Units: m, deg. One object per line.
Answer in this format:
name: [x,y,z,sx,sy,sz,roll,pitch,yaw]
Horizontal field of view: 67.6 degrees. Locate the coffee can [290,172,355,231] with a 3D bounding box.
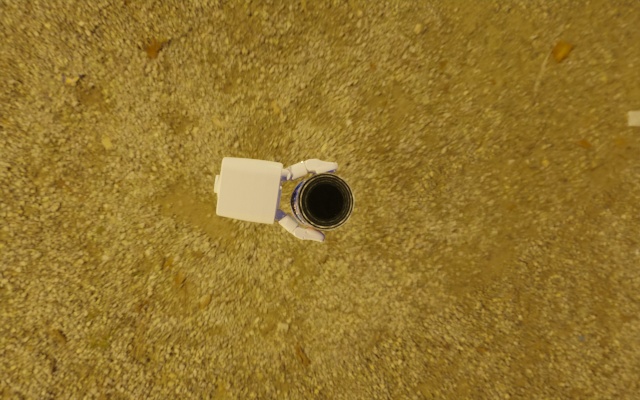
coffee can: [0.000,0.003,0.888,0.103,0.103,0.140,0,-1,-8]
